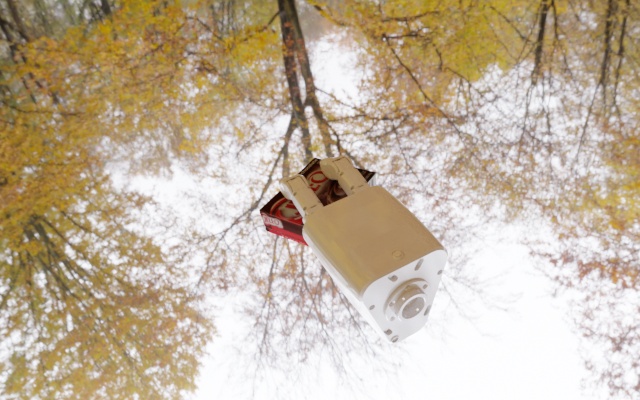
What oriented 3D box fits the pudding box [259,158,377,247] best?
[{"bbox_3d":[0.000,0.002,0.548,0.090,0.039,0.113,17,45,32],"label":"pudding box"}]
